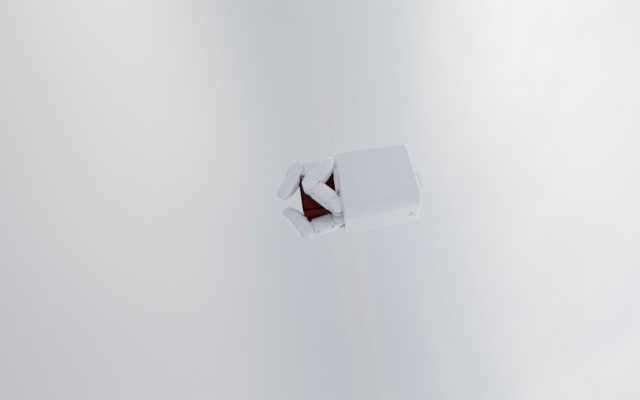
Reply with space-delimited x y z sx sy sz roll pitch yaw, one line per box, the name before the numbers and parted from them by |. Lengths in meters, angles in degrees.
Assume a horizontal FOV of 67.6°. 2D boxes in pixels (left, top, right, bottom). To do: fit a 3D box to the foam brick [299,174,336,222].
foam brick | 0.000 0.002 0.714 0.051 0.053 0.078 -9 -21 2
